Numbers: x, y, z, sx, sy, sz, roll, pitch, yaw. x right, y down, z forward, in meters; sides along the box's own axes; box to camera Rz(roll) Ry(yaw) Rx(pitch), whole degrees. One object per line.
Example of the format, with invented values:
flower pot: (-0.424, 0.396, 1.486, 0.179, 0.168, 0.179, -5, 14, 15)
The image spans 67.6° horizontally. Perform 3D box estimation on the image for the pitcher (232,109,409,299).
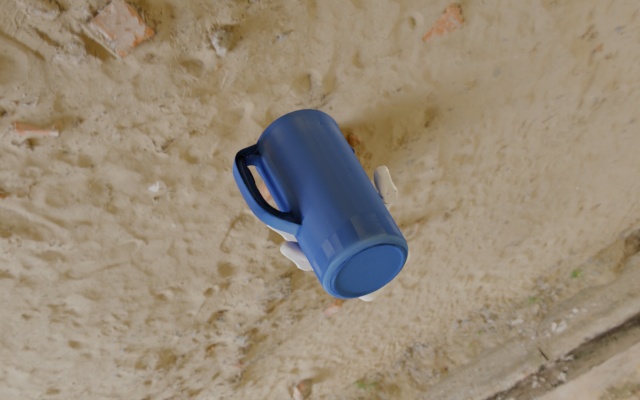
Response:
pitcher: (0.000, 0.002, 0.607, 0.149, 0.242, 0.145, -35, -42, 6)
